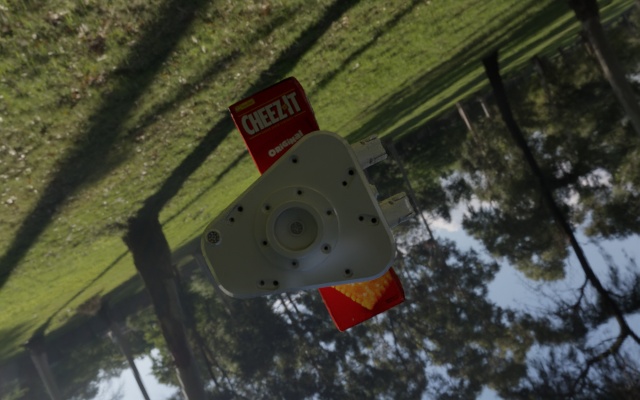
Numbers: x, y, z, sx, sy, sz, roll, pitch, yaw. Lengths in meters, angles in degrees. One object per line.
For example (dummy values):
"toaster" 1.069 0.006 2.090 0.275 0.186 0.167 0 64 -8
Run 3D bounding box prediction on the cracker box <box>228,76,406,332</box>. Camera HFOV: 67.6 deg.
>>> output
"cracker box" 0.000 0.002 0.477 0.072 0.213 0.164 -26 0 1
